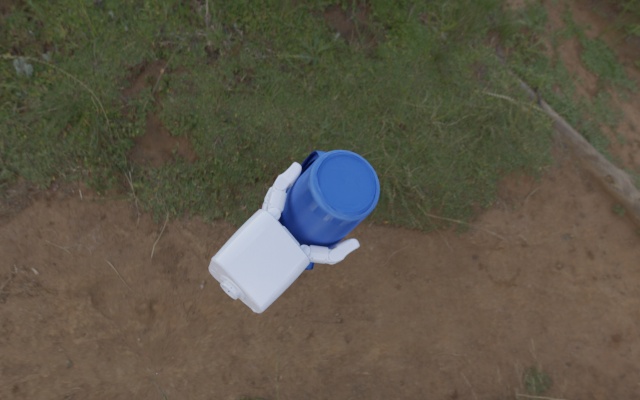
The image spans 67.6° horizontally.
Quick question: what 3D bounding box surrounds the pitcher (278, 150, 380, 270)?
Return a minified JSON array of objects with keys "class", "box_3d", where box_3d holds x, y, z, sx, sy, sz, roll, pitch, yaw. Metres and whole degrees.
[{"class":"pitcher","box_3d":[0.000,0.003,0.778,0.145,0.149,0.243,-44,-1,-26]}]
